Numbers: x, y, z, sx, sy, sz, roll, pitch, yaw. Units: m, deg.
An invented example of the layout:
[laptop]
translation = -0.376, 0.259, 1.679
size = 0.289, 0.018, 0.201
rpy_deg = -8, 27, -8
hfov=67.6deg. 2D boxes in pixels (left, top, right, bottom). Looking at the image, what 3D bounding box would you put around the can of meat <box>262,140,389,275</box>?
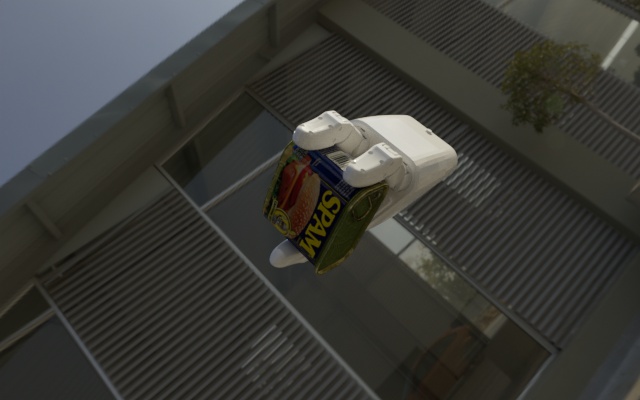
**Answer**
[can of meat]
translation = 0.000, 0.001, 0.434
size = 0.084, 0.102, 0.057
rpy_deg = 43, 38, 22
